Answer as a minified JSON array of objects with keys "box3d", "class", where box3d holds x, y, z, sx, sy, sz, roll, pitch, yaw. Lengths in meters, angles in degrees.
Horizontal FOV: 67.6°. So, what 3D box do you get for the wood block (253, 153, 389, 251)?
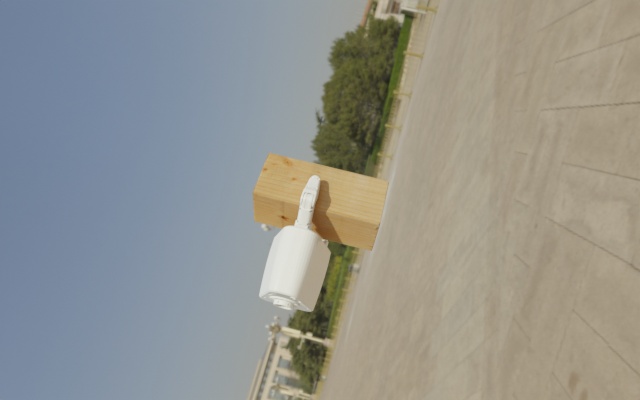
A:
[{"box3d":[0.000,0.003,0.799,0.206,0.090,0.091,14,-36,4],"class":"wood block"}]
